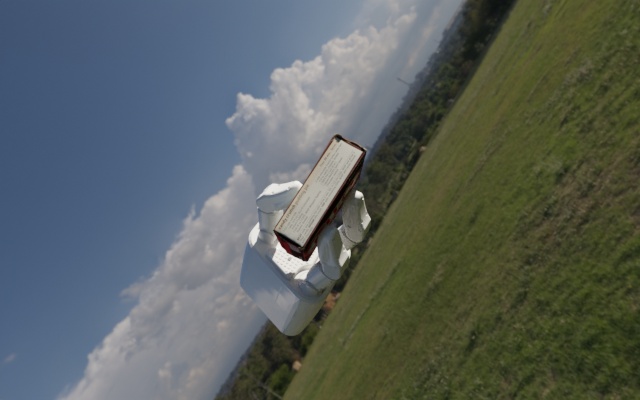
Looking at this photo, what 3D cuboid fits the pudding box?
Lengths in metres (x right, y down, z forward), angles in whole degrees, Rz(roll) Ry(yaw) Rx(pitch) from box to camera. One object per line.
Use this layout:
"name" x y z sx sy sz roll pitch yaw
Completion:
"pudding box" 0.000 0.001 0.471 0.039 0.113 0.090 29 -12 6
